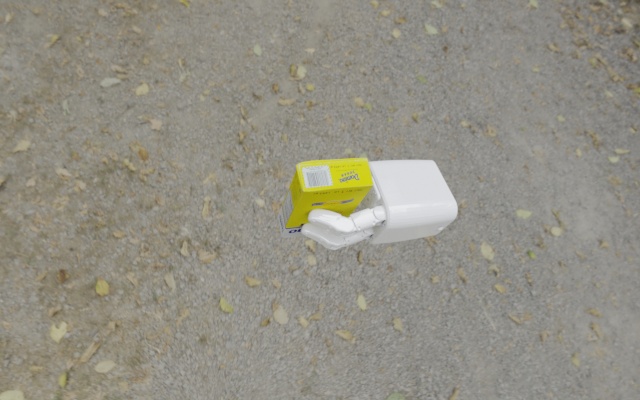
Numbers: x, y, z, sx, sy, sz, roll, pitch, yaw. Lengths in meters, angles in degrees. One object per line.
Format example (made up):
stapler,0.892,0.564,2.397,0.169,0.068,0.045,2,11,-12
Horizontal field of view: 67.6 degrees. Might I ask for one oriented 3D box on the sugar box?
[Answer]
sugar box,0.000,0.003,0.655,0.093,0.048,0.176,-5,-24,-15
